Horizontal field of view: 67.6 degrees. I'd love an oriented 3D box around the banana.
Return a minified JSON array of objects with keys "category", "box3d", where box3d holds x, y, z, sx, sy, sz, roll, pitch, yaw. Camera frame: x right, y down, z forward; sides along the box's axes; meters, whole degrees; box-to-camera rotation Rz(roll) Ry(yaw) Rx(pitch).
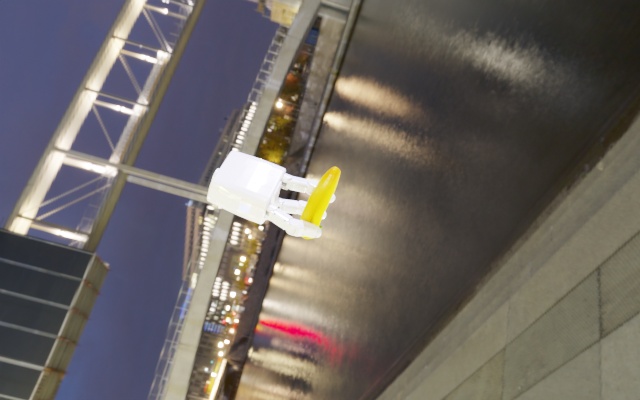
[{"category":"banana","box3d":[-0.008,0.018,0.843,0.037,0.069,0.198,28,-35,6]}]
